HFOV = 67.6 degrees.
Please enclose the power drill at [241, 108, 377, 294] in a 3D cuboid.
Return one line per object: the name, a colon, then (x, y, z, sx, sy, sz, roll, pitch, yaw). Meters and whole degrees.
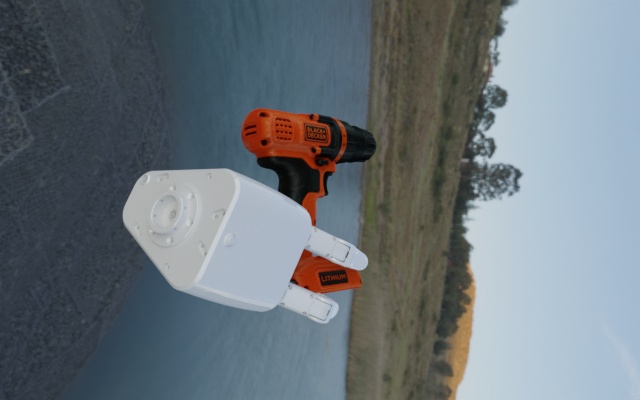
power drill: (0.000, 0.002, 0.509, 0.184, 0.187, 0.057, 0, -7, -45)
